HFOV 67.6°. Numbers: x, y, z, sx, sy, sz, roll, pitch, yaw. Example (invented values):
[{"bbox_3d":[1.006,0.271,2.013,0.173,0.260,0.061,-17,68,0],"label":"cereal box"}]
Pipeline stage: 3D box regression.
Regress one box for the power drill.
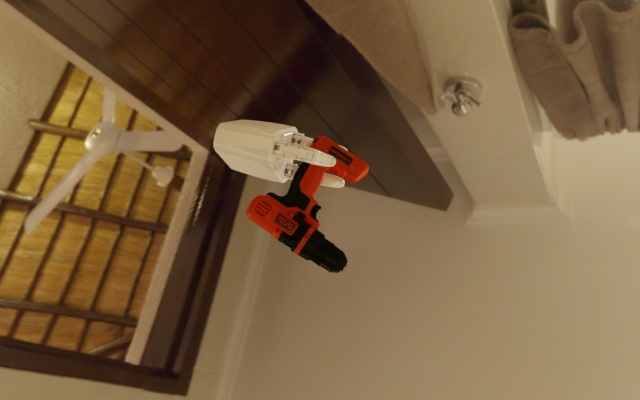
[{"bbox_3d":[0.000,0.002,0.783,0.184,0.187,0.057,34,-18,1],"label":"power drill"}]
